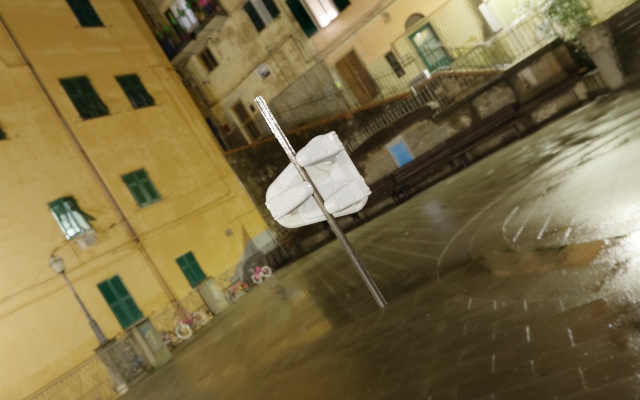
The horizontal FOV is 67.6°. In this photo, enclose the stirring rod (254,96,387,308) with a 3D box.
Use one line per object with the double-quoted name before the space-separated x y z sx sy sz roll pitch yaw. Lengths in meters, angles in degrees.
"stirring rod" 0.000 0.002 0.473 0.011 0.239 0.011 -31 0 0
